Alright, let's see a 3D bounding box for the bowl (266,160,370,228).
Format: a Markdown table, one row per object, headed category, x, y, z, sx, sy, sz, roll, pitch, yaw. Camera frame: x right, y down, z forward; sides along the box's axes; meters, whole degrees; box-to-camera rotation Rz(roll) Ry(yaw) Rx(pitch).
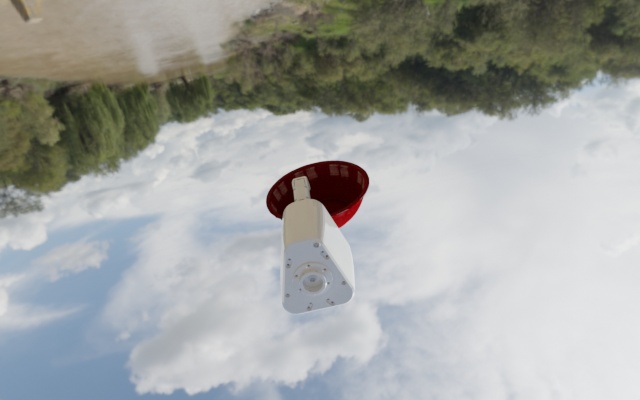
| category | x | y | z | sx | sy | sz | roll | pitch | yaw |
| --- | --- | --- | --- | --- | --- | --- | --- | --- | --- |
| bowl | 0.000 | 0.002 | 0.741 | 0.162 | 0.055 | 0.162 | -11 | 34 | 7 |
